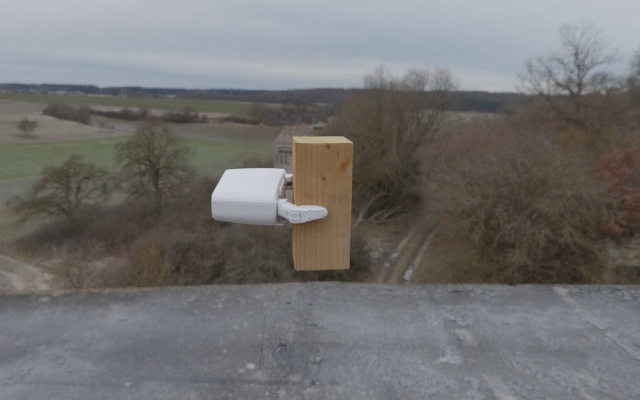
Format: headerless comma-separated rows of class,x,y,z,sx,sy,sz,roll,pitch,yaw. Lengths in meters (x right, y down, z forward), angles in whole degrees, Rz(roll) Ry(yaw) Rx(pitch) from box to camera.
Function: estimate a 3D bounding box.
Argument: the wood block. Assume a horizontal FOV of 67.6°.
wood block,0.000,0.003,0.788,0.090,0.206,0.090,-1,14,-6
